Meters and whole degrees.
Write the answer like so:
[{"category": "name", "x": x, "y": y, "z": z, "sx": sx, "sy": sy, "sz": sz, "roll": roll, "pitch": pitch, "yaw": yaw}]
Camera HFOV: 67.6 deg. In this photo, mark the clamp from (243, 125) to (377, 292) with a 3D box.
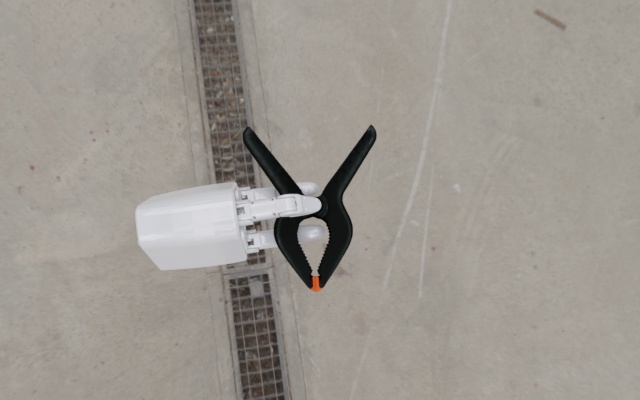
[{"category": "clamp", "x": 0.000, "y": 0.002, "z": 0.577, "sx": 0.164, "sy": 0.210, "sz": 0.036, "roll": -9, "pitch": -8, "yaw": -4}]
